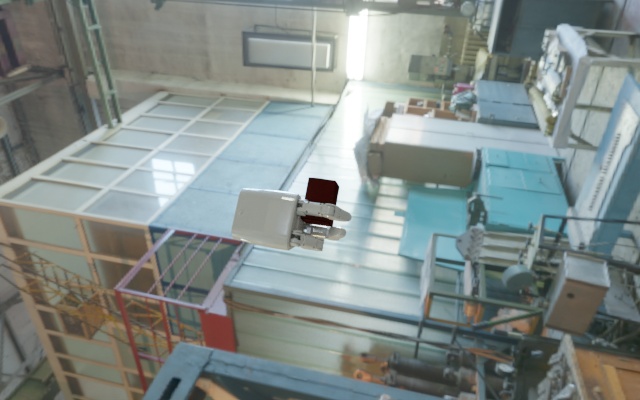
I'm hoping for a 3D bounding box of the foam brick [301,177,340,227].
[{"bbox_3d":[0.000,0.003,0.854,0.051,0.078,0.053,8,-11,11],"label":"foam brick"}]
